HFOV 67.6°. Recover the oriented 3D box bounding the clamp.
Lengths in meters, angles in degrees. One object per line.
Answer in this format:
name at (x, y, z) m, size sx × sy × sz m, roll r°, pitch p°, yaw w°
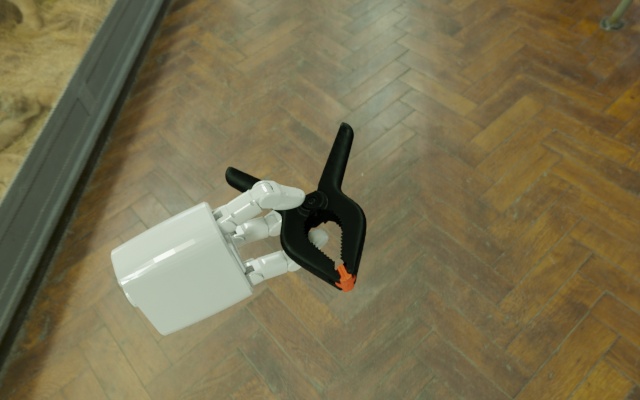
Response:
clamp at (0.000, 0.002, 0.531) m, size 0.164 × 0.210 × 0.036 m, roll -28°, pitch -35°, yaw -7°
